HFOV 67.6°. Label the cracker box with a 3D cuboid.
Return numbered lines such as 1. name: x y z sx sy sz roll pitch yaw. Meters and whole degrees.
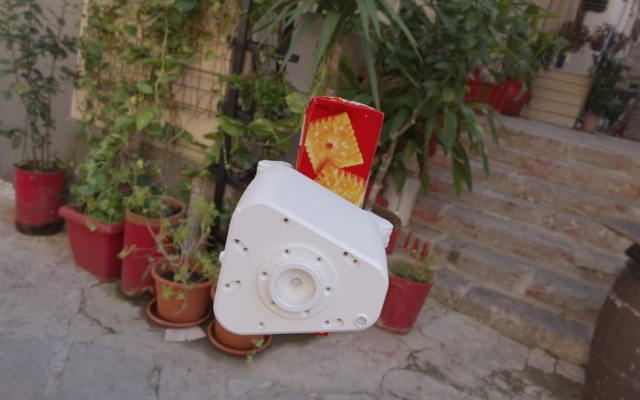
1. cracker box: 0.000 0.002 0.497 0.072 0.214 0.164 13 13 -2
